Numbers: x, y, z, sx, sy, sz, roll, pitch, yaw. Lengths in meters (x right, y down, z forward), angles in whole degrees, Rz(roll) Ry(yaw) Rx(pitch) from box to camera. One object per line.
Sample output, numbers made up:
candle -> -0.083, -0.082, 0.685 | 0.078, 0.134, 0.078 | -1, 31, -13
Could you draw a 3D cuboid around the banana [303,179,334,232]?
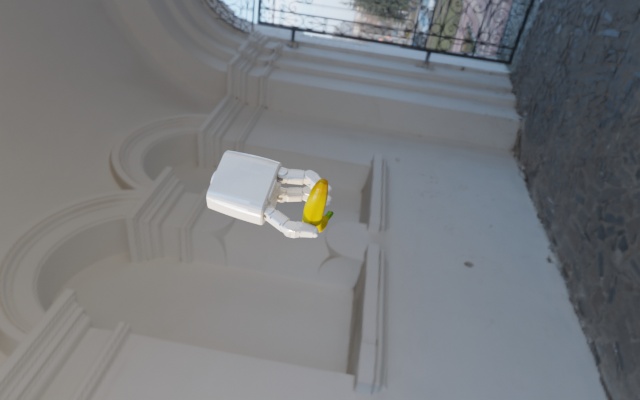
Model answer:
banana -> -0.007, 0.020, 0.849 | 0.037, 0.069, 0.198 | 22, -14, 9
